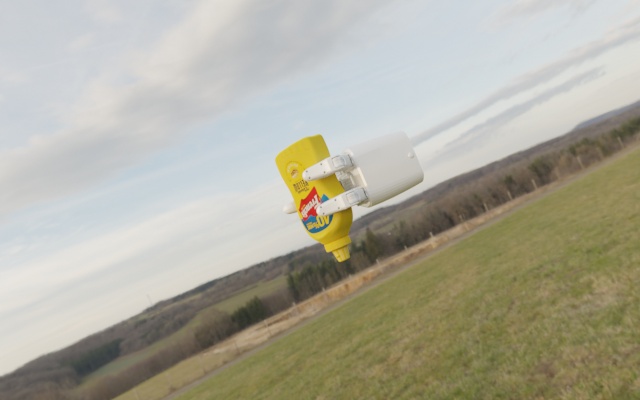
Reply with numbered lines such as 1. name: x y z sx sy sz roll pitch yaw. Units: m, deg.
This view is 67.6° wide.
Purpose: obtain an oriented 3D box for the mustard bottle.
1. mustard bottle: 0.000 0.002 0.733 0.058 0.191 0.096 -20 -4 -44
